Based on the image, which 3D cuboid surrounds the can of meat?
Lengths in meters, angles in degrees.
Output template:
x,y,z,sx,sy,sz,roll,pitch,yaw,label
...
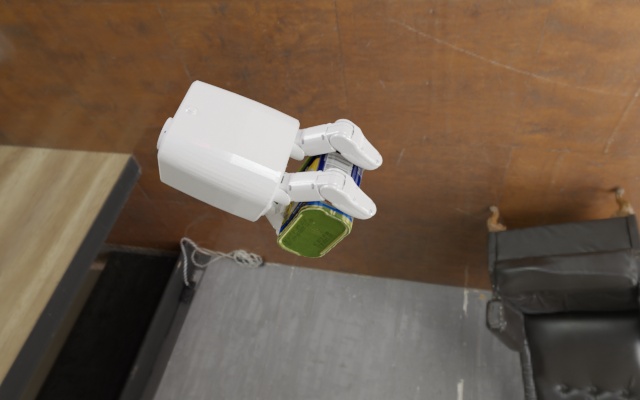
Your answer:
x,y,z,sx,sy,sz,roll,pitch,yaw,label
0.000,0.002,0.485,0.057,0.084,0.102,24,-35,-12,can of meat
